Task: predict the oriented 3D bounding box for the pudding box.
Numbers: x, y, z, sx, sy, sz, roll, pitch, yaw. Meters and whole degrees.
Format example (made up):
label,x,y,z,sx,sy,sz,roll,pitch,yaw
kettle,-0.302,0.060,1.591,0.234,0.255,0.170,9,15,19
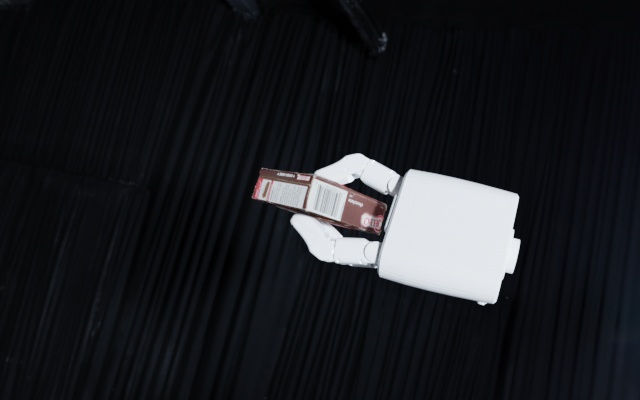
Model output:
label,x,y,z,sx,sy,sz,roll,pitch,yaw
pudding box,0.000,0.001,0.502,0.113,0.039,0.090,23,-9,-42
